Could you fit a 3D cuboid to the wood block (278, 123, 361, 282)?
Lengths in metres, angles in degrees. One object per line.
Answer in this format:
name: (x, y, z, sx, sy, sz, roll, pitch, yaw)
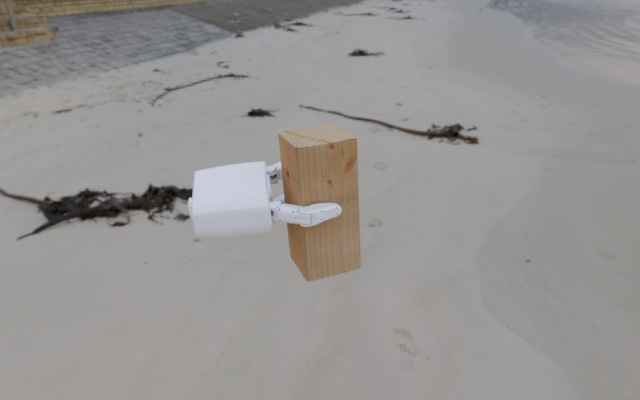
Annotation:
wood block: (0.000, 0.002, 0.708, 0.090, 0.206, 0.090, -12, 26, -18)
